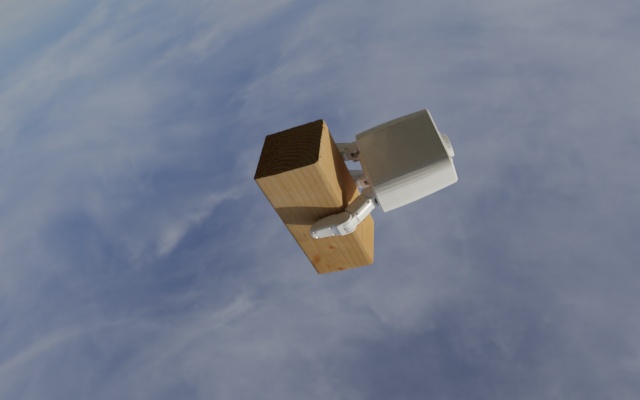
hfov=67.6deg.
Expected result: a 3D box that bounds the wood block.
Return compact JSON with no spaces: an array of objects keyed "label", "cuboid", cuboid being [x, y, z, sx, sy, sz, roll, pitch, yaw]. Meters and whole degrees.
[{"label":"wood block","cuboid":[0.000,0.002,0.670,0.090,0.090,0.206,-13,-48,20]}]
